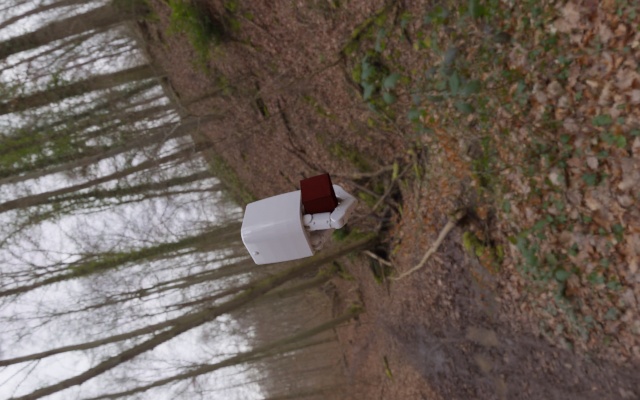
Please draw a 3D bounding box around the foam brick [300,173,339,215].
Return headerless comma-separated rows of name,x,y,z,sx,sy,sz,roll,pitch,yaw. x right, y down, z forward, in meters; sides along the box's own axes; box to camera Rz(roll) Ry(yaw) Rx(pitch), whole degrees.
foam brick,0.000,0.002,0.805,0.051,0.053,0.078,-12,-43,7
